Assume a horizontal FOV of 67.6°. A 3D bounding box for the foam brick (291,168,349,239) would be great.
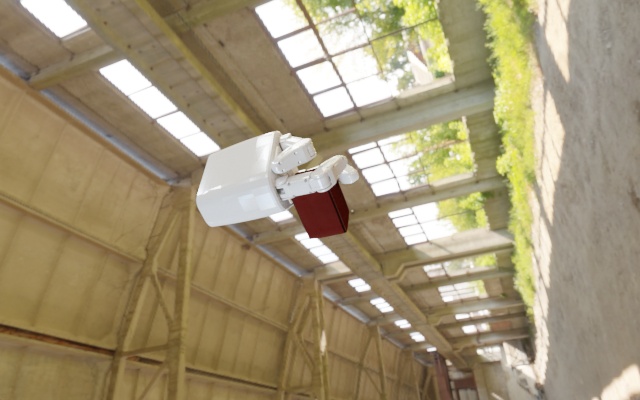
[{"bbox_3d":[0.000,0.002,0.616,0.051,0.078,0.053,-15,26,16],"label":"foam brick"}]
